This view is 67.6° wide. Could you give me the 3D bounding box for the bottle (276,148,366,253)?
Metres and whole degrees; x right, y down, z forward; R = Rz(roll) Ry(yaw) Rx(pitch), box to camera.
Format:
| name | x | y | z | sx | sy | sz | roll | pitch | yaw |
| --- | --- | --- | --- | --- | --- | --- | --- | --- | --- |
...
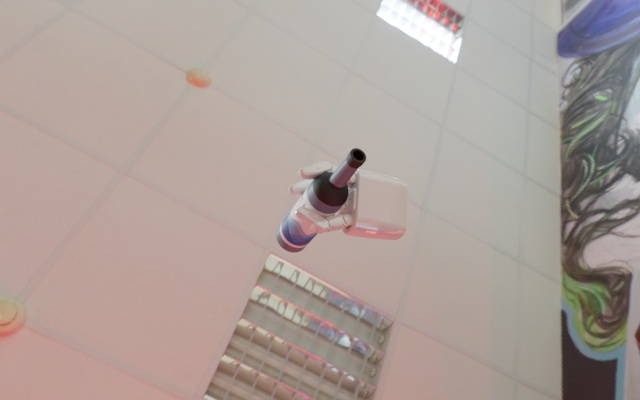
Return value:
| name | x | y | z | sx | sy | sz | roll | pitch | yaw |
| --- | --- | --- | --- | --- | --- | --- | --- | --- | --- |
| bottle | 0.000 | 0.003 | 0.836 | 0.069 | 0.069 | 0.296 | 0 | -29 | -26 |
